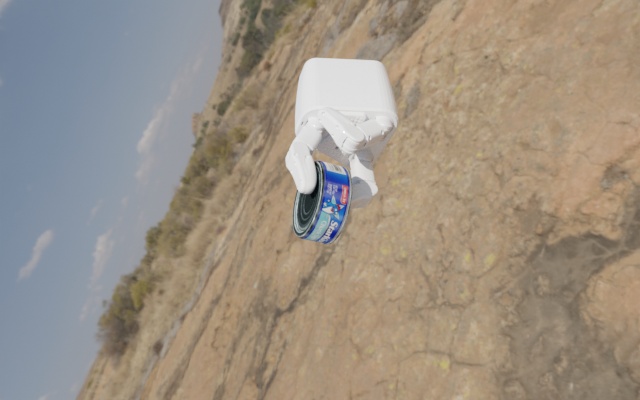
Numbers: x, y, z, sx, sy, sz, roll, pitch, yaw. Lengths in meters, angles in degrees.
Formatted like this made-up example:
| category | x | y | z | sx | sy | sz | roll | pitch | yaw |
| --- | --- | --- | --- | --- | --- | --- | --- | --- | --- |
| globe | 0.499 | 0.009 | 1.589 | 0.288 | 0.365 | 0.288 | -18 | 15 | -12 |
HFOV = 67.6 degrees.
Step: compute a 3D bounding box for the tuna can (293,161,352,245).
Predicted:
| category | x | y | z | sx | sy | sz | roll | pitch | yaw |
| --- | --- | --- | --- | --- | --- | --- | --- | --- | --- |
| tuna can | 0.000 | 0.002 | 0.507 | 0.034 | 0.086 | 0.086 | 13 | -5 | -20 |
